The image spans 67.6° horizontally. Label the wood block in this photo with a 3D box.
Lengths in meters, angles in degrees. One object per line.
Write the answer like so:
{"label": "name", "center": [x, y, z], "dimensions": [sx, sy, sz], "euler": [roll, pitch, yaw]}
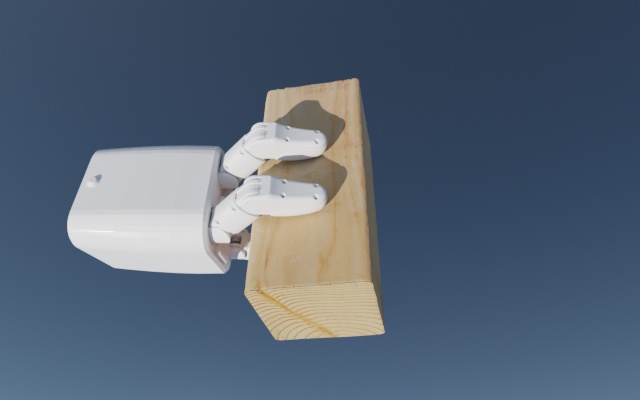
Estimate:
{"label": "wood block", "center": [0.000, 0.002, 0.408], "dimensions": [0.090, 0.206, 0.091], "euler": [-6, -38, 9]}
